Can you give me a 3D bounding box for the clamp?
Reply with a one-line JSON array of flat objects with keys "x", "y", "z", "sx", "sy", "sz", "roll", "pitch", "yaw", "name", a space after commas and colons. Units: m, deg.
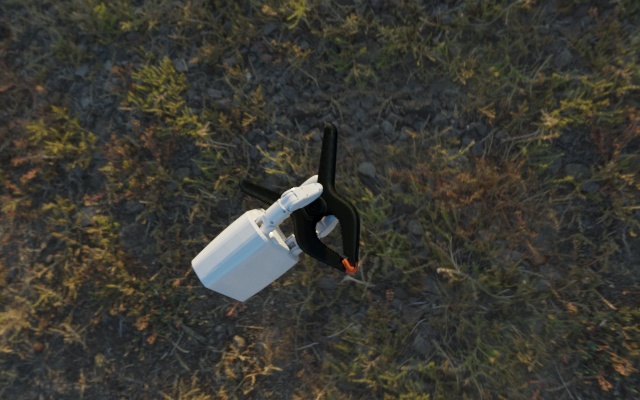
[{"x": 0.000, "y": 0.003, "z": 0.663, "sx": 0.164, "sy": 0.210, "sz": 0.036, "roll": -39, "pitch": -18, "yaw": 7, "name": "clamp"}]
